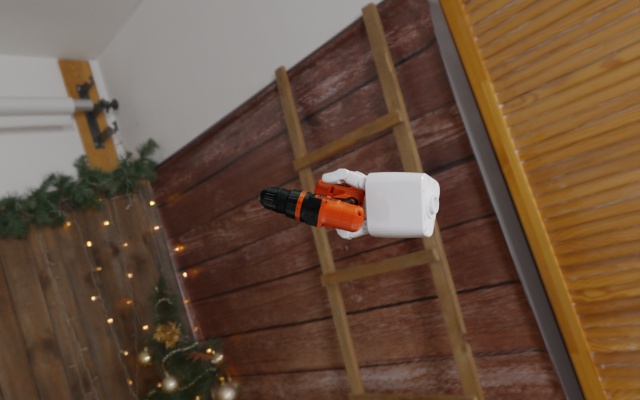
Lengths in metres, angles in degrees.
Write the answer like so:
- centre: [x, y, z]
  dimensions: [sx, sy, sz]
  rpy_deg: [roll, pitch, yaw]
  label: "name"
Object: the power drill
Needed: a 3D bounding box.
- centre: [0.001, 0.003, 0.873]
  dimensions: [0.184, 0.057, 0.187]
  rpy_deg: [16, 15, 12]
  label: "power drill"
